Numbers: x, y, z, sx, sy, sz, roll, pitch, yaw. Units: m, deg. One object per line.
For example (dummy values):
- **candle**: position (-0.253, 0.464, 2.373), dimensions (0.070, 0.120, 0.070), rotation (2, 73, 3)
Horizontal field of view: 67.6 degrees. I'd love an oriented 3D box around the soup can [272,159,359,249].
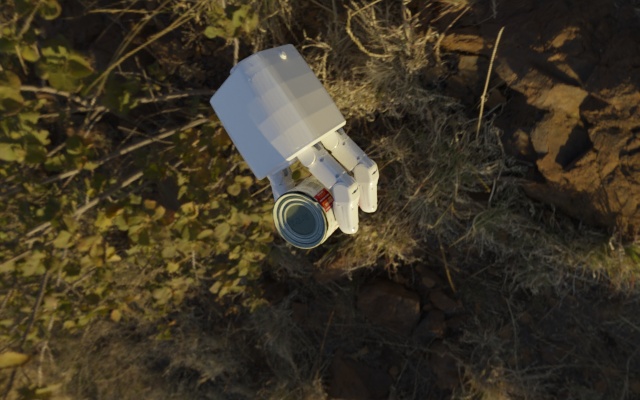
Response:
- **soup can**: position (0.000, 0.002, 0.537), dimensions (0.068, 0.068, 0.102), rotation (0, 23, 29)
